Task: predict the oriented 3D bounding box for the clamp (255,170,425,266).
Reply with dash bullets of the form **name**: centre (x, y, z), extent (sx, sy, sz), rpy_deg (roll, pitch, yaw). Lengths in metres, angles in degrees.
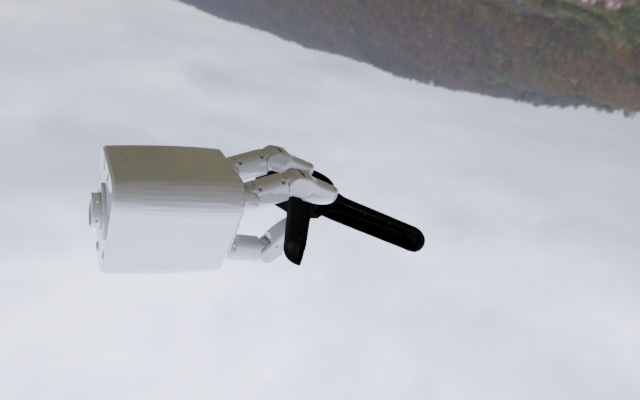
- **clamp**: centre (-0.001, 0.002, 0.510), extent (0.164, 0.036, 0.210), rpy_deg (4, 26, -32)
